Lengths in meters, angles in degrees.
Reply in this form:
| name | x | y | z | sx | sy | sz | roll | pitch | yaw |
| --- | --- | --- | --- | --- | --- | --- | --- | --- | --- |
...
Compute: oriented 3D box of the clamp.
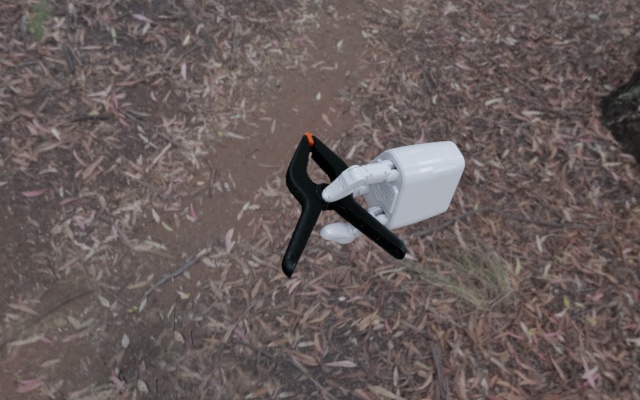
| name | x | y | z | sx | sy | sz | roll | pitch | yaw |
| --- | --- | --- | --- | --- | --- | --- | --- | --- | --- |
| clamp | 0.000 | 0.001 | 0.622 | 0.164 | 0.210 | 0.036 | -12 | -28 | -26 |
